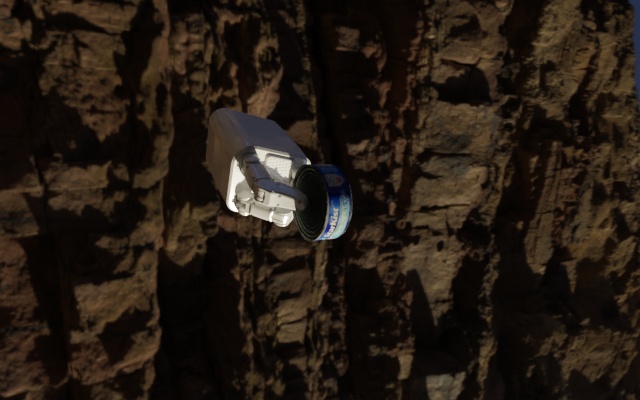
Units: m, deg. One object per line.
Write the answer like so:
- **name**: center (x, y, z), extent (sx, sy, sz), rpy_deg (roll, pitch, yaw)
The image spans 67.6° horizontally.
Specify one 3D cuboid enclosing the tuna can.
- **tuna can**: center (0.001, 0.002, 0.536), extent (0.034, 0.086, 0.086), rpy_deg (-3, 2, -29)
